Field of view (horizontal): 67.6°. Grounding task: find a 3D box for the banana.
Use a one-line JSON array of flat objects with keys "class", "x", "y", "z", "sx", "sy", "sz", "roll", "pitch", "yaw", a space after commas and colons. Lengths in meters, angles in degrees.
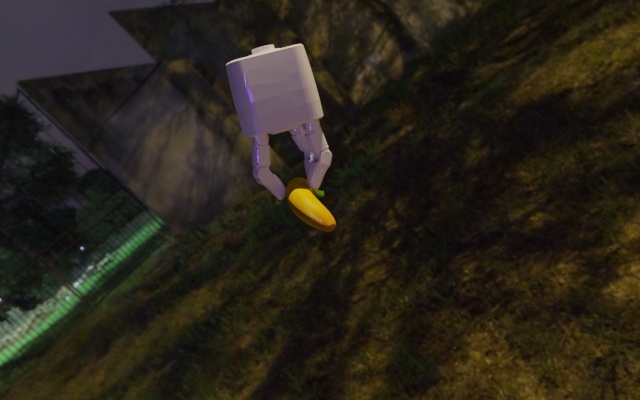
[{"class": "banana", "x": -0.018, "y": -0.003, "z": 0.702, "sx": 0.069, "sy": 0.037, "sz": 0.197, "roll": 13, "pitch": 14, "yaw": -7}]
